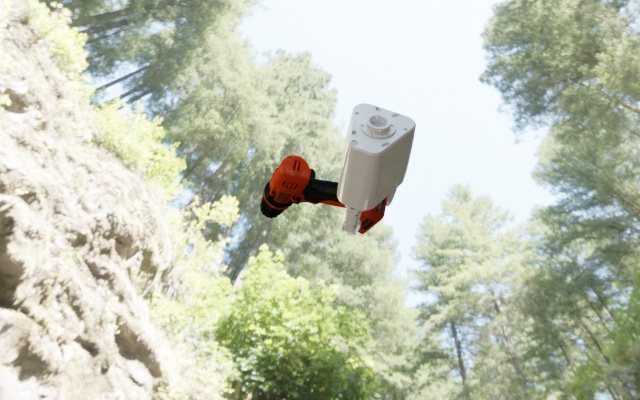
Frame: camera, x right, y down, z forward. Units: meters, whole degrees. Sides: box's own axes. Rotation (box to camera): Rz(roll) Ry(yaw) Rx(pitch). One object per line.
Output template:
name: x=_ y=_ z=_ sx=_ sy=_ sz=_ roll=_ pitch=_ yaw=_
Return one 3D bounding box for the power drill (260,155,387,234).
power drill: x=0.001 y=0.003 z=0.784 sx=0.187 sy=0.057 sz=0.184 roll=14 pitch=-25 yaw=-14
